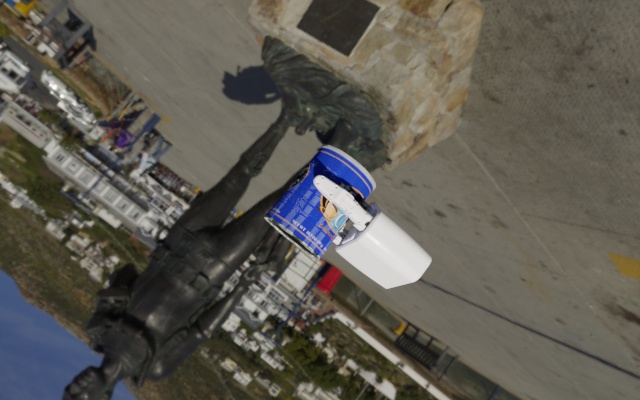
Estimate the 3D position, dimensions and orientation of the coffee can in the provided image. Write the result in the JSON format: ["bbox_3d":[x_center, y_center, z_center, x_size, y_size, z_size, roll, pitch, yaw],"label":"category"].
[{"bbox_3d":[0.000,0.002,0.709,0.103,0.140,0.103,37,-10,8],"label":"coffee can"}]
